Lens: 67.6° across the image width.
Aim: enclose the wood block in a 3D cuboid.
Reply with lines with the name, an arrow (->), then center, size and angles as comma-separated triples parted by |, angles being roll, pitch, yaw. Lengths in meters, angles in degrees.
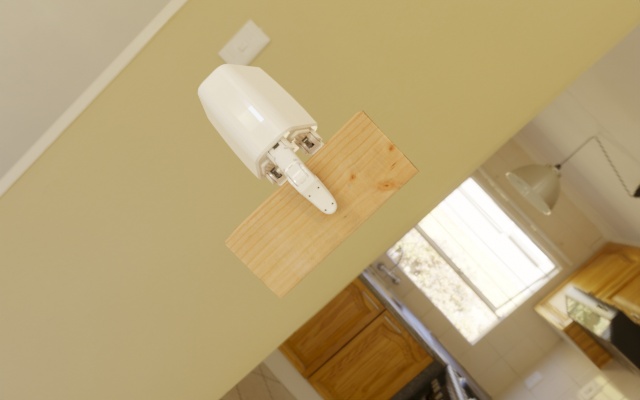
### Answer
wood block -> 0.000, 0.001, 0.551 | 0.206, 0.090, 0.091 | -44, 6, 6
